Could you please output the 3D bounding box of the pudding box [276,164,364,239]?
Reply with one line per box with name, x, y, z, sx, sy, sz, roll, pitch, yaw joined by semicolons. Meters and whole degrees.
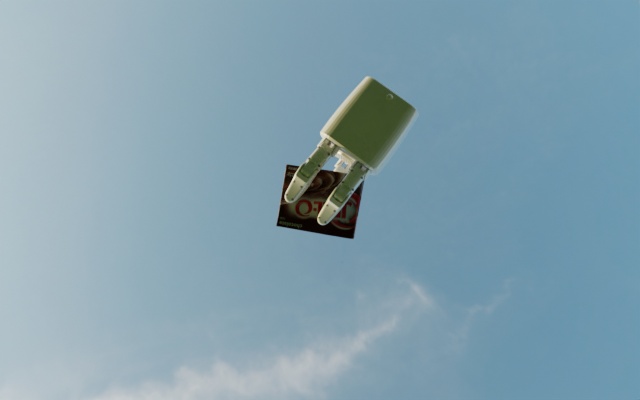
pudding box;0.000;0.002;0.681;0.113;0.090;0.039;9;-3;6
